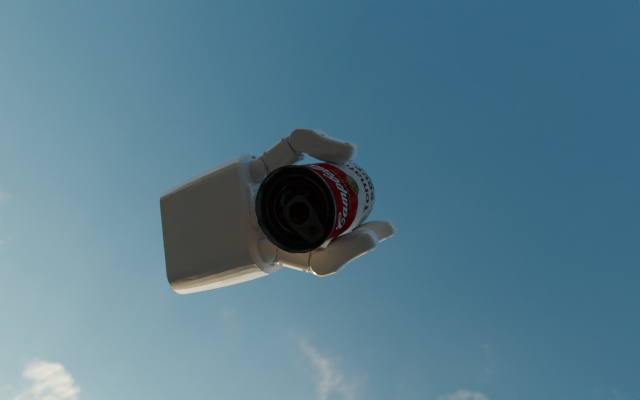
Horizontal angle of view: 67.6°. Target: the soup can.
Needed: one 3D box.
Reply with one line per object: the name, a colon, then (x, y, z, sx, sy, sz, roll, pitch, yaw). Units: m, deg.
soup can: (0.001, 0.001, 0.404, 0.068, 0.068, 0.102, 0, 7, 24)
